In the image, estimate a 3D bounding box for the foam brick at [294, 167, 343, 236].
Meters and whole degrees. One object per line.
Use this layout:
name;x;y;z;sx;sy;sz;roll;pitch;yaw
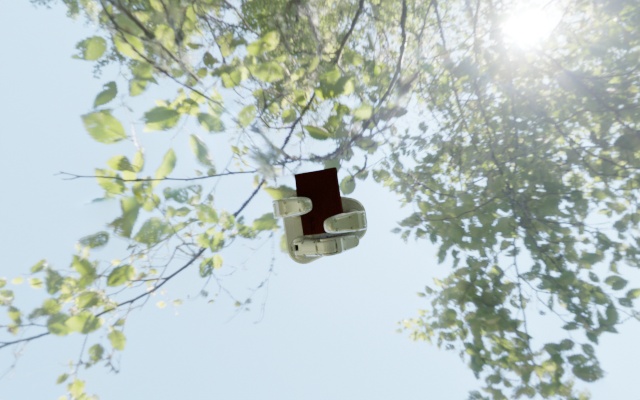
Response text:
foam brick;0.000;0.002;0.594;0.053;0.078;0.051;-8;0;4
